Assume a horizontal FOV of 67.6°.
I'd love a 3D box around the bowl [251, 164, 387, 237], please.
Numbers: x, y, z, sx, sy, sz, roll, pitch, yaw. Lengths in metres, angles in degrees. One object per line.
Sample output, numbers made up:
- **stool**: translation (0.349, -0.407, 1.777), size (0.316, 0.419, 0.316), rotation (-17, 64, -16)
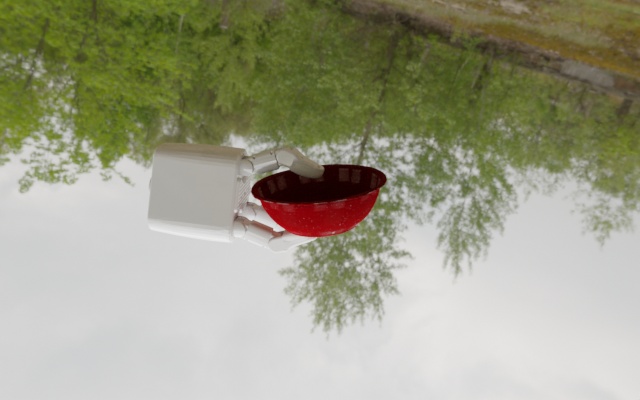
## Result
- **bowl**: translation (0.001, 0.002, 0.574), size (0.162, 0.055, 0.162), rotation (-5, 18, 2)
